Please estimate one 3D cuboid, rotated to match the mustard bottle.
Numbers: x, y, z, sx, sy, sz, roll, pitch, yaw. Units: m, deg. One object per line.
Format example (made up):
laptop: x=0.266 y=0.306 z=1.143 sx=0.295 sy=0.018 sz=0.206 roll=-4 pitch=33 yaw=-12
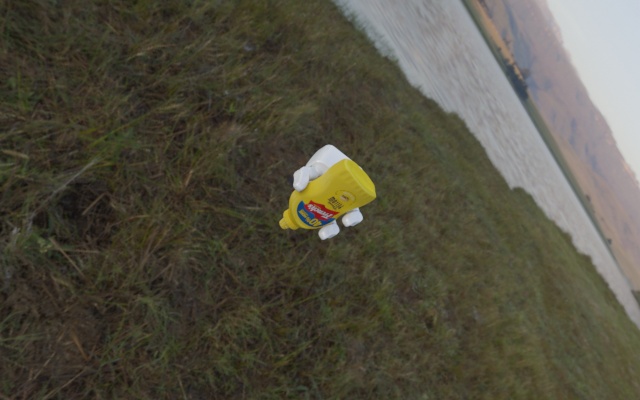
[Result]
mustard bottle: x=0.000 y=0.003 z=0.887 sx=0.192 sy=0.058 sz=0.096 roll=-31 pitch=-50 yaw=25
